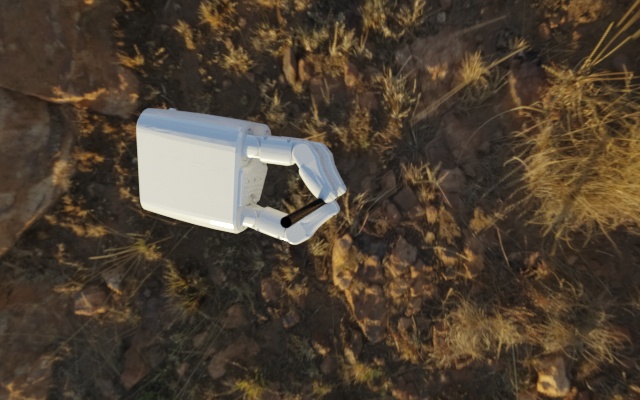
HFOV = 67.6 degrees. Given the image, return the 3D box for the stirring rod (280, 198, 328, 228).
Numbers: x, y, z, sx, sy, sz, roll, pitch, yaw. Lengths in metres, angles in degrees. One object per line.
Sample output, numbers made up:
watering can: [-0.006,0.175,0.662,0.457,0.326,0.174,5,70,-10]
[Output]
stirring rod: [0.000,0.001,0.435,0.011,0.011,0.239,0,6,11]
